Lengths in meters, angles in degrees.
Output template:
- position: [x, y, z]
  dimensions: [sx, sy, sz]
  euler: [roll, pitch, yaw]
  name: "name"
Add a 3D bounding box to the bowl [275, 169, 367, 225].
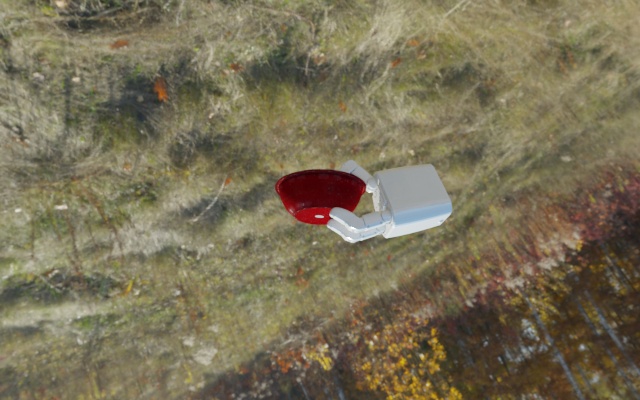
- position: [-0.001, 0.003, 0.832]
  dimensions: [0.162, 0.055, 0.162]
  euler: [1, -21, 0]
  name: "bowl"
